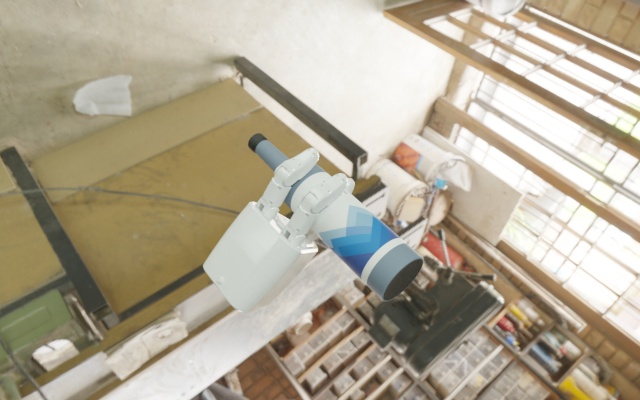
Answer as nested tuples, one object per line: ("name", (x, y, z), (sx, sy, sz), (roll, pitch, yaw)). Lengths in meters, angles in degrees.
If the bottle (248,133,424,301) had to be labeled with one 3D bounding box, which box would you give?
("bottle", (0.000, 0.002, 0.608), (0.295, 0.069, 0.069), (43, 25, 30))
